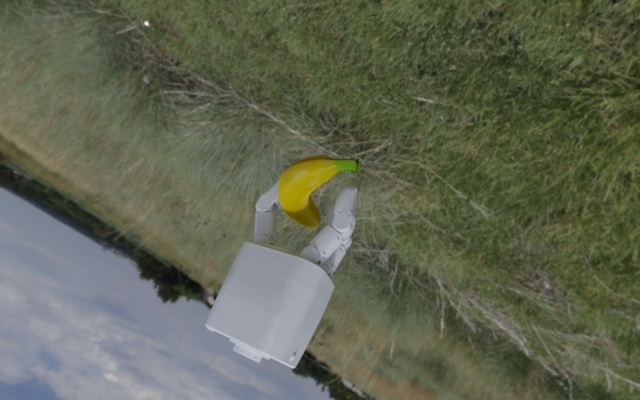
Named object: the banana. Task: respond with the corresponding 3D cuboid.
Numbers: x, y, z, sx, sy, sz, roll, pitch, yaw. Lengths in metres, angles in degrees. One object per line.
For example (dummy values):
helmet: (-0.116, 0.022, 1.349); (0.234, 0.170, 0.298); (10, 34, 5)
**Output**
banana: (-0.016, -0.006, 0.543); (0.069, 0.037, 0.198); (22, -21, -4)
